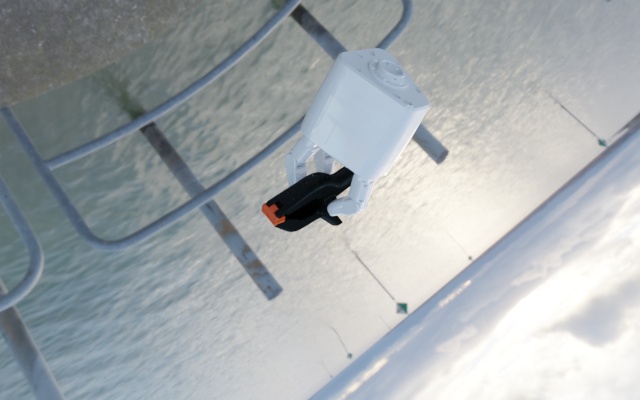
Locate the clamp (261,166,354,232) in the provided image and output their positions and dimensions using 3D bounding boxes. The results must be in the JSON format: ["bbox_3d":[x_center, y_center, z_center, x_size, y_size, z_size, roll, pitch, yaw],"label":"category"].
[{"bbox_3d":[0.000,0.003,0.650,0.210,0.036,0.165,-23,-28,-43],"label":"clamp"}]
